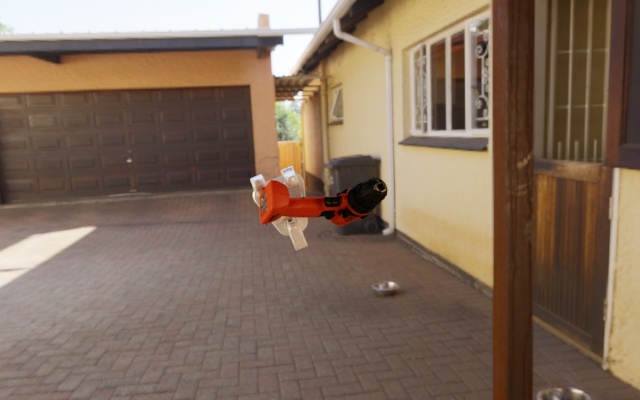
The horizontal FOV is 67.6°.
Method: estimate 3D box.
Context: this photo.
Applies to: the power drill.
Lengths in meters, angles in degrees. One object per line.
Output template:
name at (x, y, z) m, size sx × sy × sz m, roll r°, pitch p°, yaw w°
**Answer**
power drill at (0.000, 0.003, 0.802) m, size 0.187 × 0.057 × 0.184 m, roll 3°, pitch -19°, yaw -20°
